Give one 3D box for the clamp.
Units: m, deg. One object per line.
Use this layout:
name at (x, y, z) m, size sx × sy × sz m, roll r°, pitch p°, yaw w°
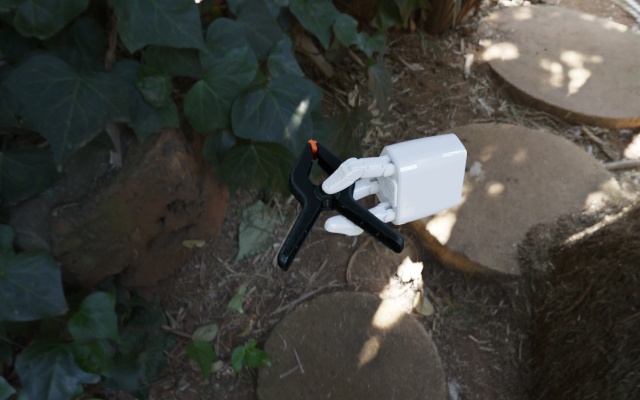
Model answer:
clamp at (0.000, 0.001, 0.654) m, size 0.164 × 0.209 × 0.036 m, roll -13°, pitch -36°, yaw -15°
